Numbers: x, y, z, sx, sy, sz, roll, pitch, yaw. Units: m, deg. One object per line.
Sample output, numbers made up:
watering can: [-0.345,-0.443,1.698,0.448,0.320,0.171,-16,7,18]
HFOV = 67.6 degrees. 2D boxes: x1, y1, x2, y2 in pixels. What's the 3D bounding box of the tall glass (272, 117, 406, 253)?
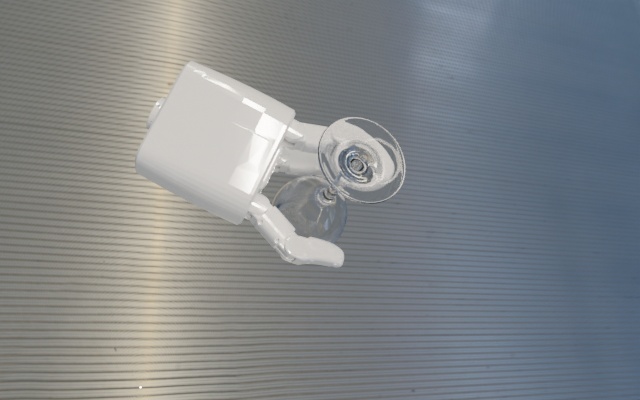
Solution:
tall glass: [0.000,0.001,0.457,0.079,0.079,0.201,0,-20,-20]
